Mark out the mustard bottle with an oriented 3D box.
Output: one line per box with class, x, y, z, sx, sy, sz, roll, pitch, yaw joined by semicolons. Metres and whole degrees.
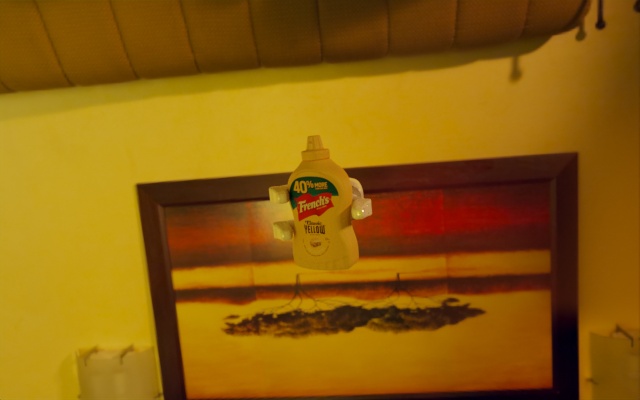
mustard bottle;0.000;0.003;0.689;0.096;0.191;0.058;0;11;29
